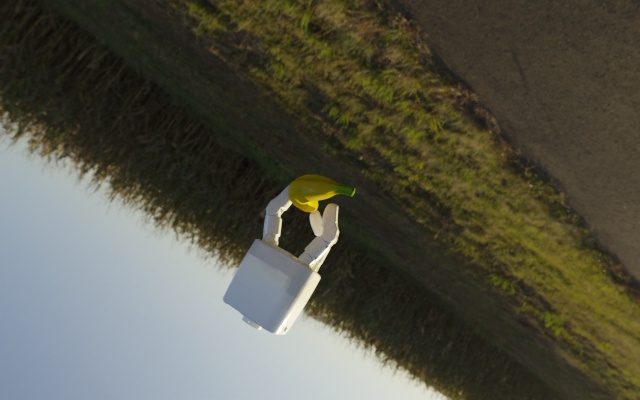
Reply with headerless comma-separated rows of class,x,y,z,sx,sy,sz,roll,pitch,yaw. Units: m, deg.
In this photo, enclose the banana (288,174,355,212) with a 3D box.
banana,-0.015,-0.007,0.691,0.069,0.037,0.198,29,-12,-11
